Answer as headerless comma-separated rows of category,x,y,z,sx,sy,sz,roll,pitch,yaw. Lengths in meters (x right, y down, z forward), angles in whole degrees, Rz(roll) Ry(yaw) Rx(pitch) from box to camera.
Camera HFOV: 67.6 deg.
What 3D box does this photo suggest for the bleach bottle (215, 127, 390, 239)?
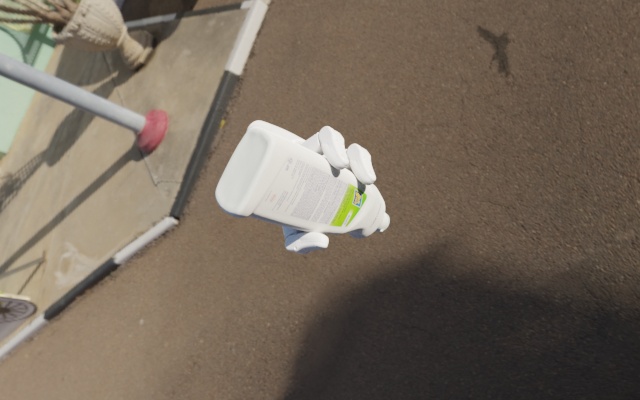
bleach bottle,0.000,0.002,0.592,0.251,0.102,0.068,24,7,-44
